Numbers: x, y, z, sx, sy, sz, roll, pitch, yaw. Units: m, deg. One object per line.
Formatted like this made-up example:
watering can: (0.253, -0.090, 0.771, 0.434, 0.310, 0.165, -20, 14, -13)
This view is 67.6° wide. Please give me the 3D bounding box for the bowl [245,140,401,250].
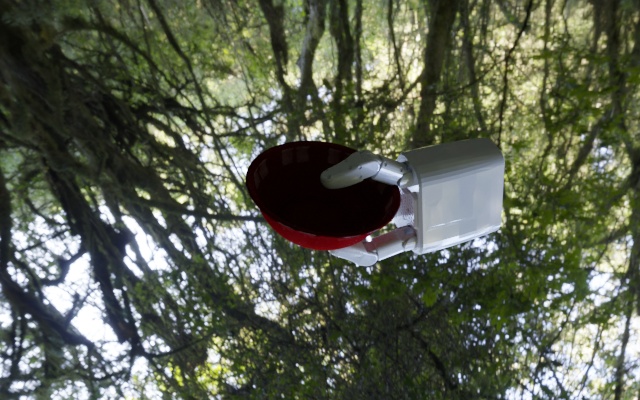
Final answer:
bowl: (-0.001, 0.002, 0.508, 0.162, 0.055, 0.162, 7, 39, -6)
